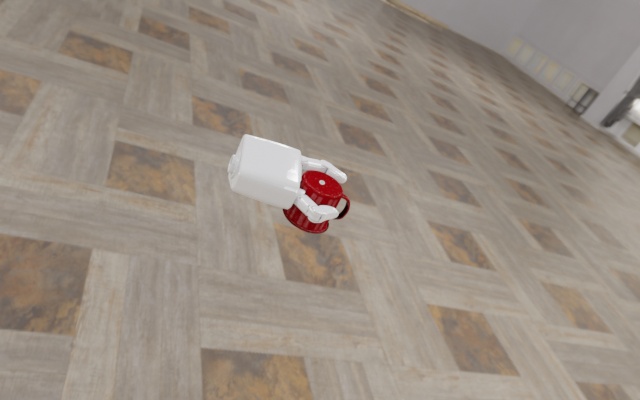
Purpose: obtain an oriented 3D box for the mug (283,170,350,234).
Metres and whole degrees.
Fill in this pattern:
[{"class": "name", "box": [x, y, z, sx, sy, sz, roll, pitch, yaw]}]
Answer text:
[{"class": "mug", "box": [0.002, 0.003, 0.869, 0.117, 0.081, 0.093, 16, 31, -20]}]
